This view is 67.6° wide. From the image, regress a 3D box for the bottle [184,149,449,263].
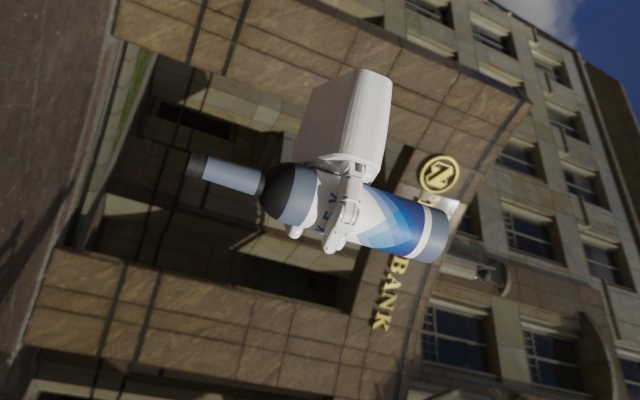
[{"bbox_3d":[0.000,0.002,0.527,0.296,0.069,0.069,17,-5,-18],"label":"bottle"}]
